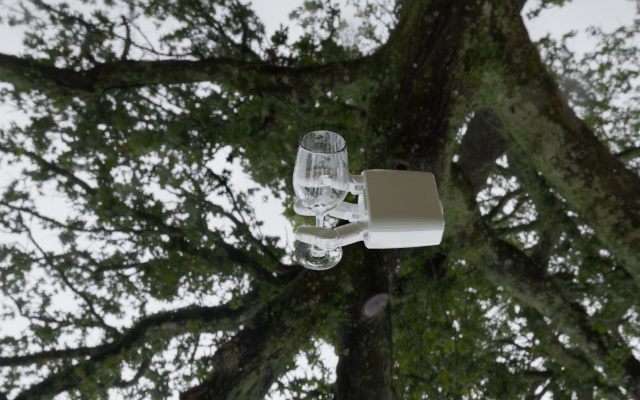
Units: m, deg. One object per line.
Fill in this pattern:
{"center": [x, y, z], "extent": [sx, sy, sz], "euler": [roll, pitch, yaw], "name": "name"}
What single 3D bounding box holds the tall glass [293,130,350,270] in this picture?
{"center": [0.000, 0.003, 0.680], "extent": [0.079, 0.201, 0.079], "euler": [1, 38, -1], "name": "tall glass"}
